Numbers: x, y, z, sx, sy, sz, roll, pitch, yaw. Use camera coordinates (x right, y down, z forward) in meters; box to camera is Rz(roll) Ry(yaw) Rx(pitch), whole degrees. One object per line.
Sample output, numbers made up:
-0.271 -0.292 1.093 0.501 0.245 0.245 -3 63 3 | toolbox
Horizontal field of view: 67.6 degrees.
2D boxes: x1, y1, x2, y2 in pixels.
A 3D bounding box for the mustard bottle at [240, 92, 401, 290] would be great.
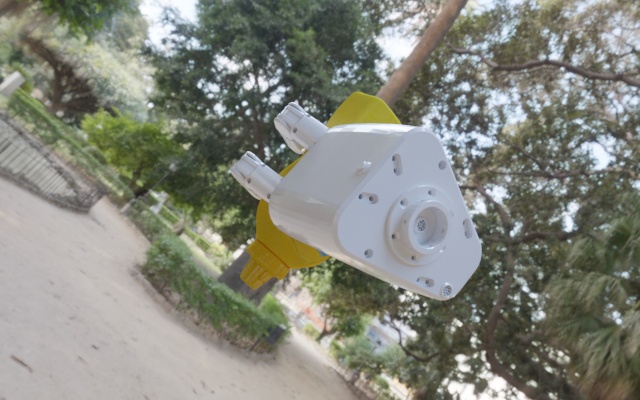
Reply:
0.000 0.001 0.427 0.058 0.191 0.096 31 -15 42 | mustard bottle
